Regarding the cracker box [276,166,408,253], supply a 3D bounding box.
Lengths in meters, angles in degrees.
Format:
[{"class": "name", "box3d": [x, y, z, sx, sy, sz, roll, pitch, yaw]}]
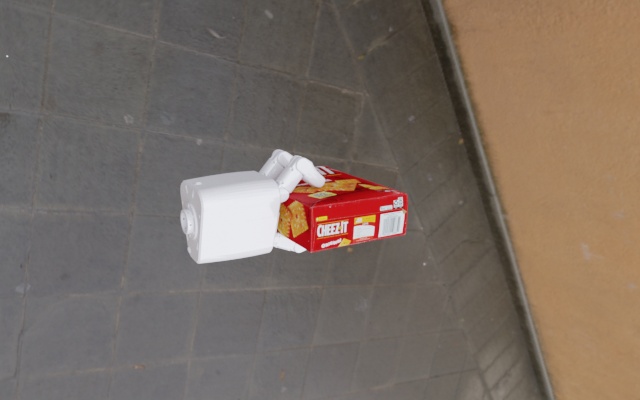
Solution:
[{"class": "cracker box", "box3d": [0.000, 0.003, 0.721, 0.164, 0.072, 0.213, -8, 18, -31]}]
